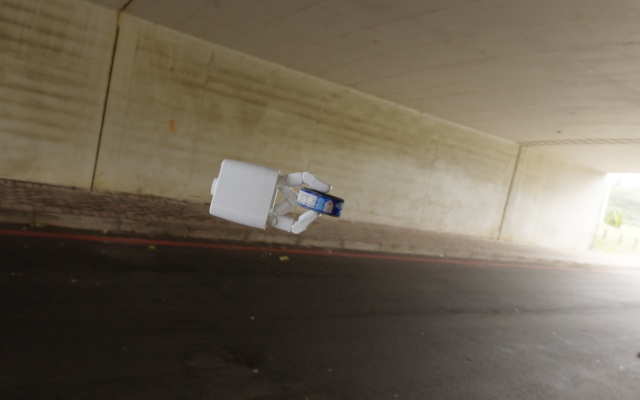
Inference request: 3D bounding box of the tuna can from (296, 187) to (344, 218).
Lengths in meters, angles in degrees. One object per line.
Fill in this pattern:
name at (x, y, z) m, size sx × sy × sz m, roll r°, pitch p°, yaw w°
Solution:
tuna can at (0.000, 0.002, 0.876) m, size 0.086 × 0.034 × 0.086 m, roll 17°, pitch 4°, yaw -1°
